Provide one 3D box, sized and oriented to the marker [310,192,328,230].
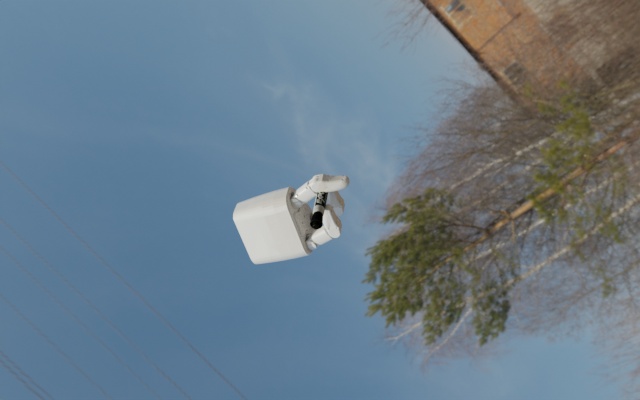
[{"bbox_3d":[0.000,0.002,0.739,0.020,0.020,0.121,0,37,9],"label":"marker"}]
